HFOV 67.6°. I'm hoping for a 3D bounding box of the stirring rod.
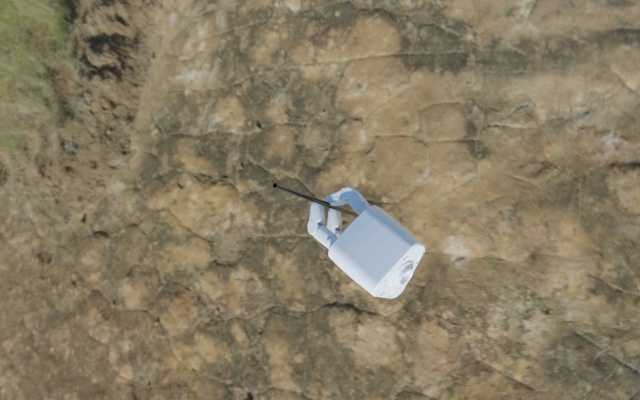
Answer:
[{"bbox_3d":[0.000,0.003,0.811,0.011,0.011,0.239,0,-12,36],"label":"stirring rod"}]
